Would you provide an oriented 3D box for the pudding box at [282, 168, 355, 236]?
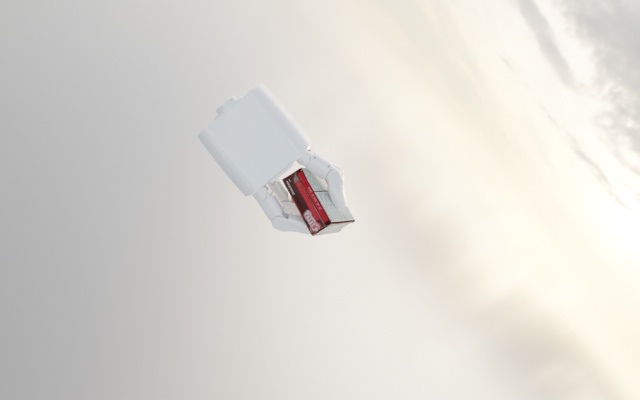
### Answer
[{"bbox_3d":[0.000,0.002,0.686,0.039,0.090,0.113,-32,-12,20],"label":"pudding box"}]
